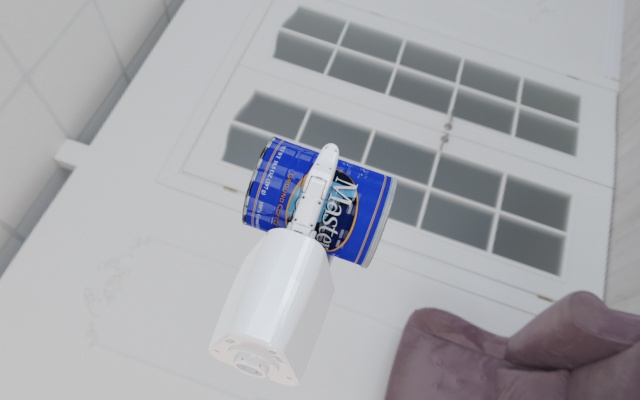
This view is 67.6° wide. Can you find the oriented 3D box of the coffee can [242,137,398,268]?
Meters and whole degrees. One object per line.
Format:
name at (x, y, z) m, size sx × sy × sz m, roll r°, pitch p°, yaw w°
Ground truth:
coffee can at (0.000, 0.002, 0.516) m, size 0.140 × 0.103 × 0.103 m, roll 19°, pitch 1°, yaw 3°
